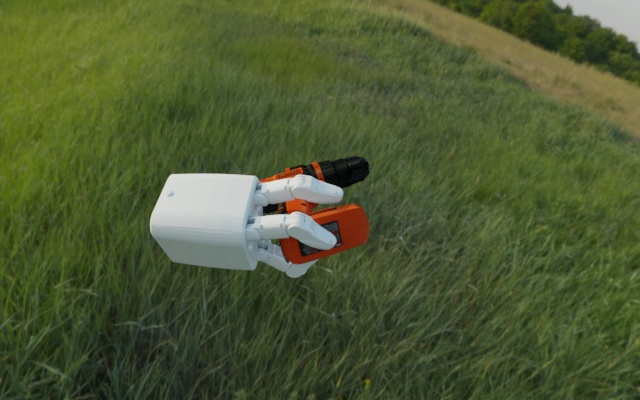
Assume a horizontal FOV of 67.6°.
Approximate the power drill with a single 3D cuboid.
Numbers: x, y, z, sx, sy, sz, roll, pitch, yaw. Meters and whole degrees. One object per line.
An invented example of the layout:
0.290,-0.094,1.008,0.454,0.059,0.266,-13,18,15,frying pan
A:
0.000,0.002,0.631,0.184,0.057,0.187,-18,25,-6,power drill
